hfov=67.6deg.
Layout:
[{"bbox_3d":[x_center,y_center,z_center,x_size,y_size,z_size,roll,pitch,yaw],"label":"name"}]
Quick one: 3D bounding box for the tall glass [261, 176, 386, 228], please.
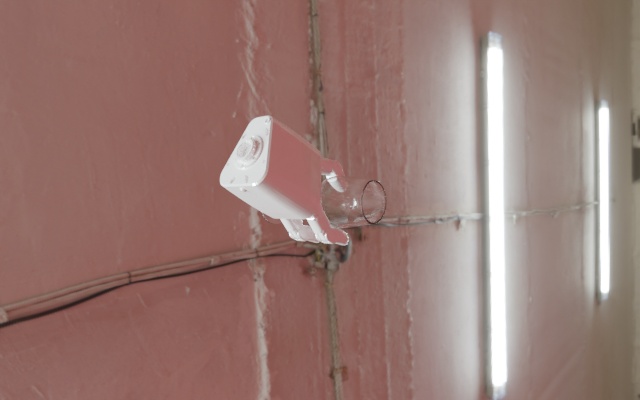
[{"bbox_3d":[0.000,0.002,0.732,0.201,0.079,0.079,0,0,41],"label":"tall glass"}]
